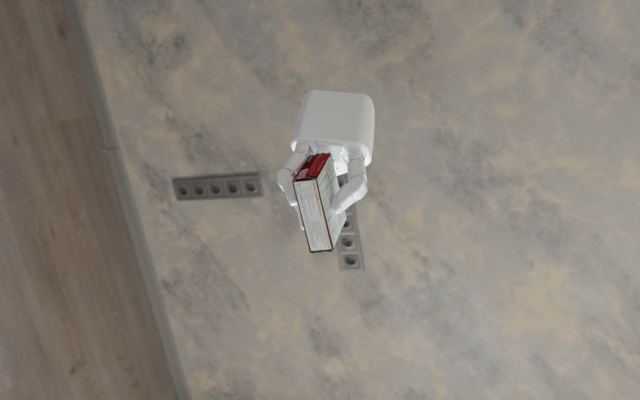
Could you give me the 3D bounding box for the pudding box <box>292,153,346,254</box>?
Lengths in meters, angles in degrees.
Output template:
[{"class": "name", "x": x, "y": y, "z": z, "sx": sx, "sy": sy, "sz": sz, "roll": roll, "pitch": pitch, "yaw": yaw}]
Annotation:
[{"class": "pudding box", "x": 0.000, "y": 0.002, "z": 0.659, "sx": 0.039, "sy": 0.113, "sz": 0.090, "roll": -6, "pitch": 25, "yaw": 19}]
